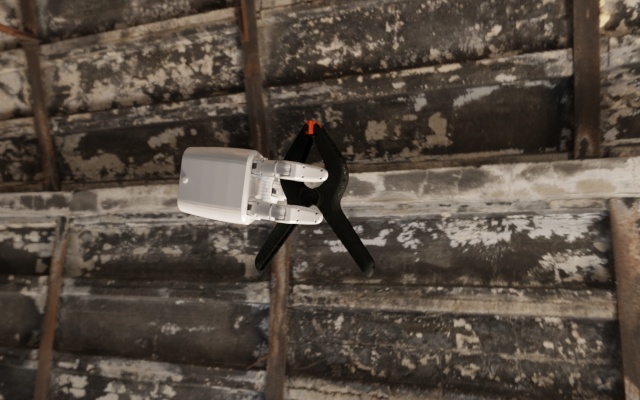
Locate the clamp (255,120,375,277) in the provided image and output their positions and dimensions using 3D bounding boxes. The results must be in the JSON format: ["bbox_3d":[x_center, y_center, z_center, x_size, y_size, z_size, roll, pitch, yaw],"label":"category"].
[{"bbox_3d":[0.000,0.002,0.631,0.164,0.210,0.036,7,1,16],"label":"clamp"}]
